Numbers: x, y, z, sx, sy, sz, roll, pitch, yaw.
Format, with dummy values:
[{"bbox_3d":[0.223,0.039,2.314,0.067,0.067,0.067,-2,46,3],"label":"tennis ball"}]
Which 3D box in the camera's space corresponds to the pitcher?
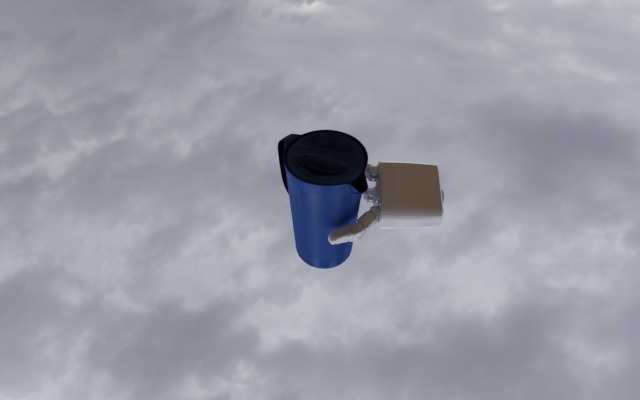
[{"bbox_3d":[0.000,0.003,0.833,0.145,0.149,0.243,-1,-43,-2],"label":"pitcher"}]
